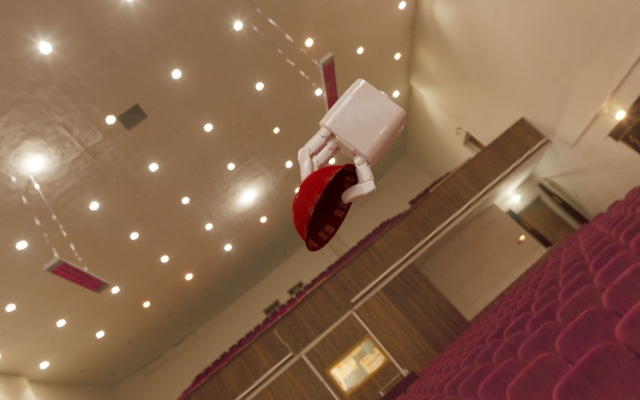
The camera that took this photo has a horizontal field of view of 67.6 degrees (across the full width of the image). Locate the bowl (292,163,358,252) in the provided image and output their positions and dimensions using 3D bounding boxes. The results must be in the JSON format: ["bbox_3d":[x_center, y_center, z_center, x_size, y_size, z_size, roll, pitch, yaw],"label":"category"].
[{"bbox_3d":[-0.001,0.003,0.800,0.055,0.162,0.162,26,10,21],"label":"bowl"}]
